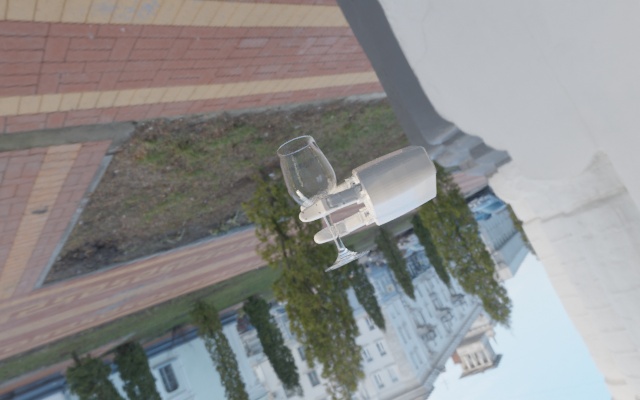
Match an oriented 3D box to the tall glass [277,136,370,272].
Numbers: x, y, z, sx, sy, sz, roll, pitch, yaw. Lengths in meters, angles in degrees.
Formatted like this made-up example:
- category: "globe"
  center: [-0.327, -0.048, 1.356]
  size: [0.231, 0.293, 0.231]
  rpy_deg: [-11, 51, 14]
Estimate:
- category: "tall glass"
  center: [0.000, 0.003, 0.732]
  size: [0.079, 0.201, 0.079]
  rpy_deg: [-24, -10, -5]
